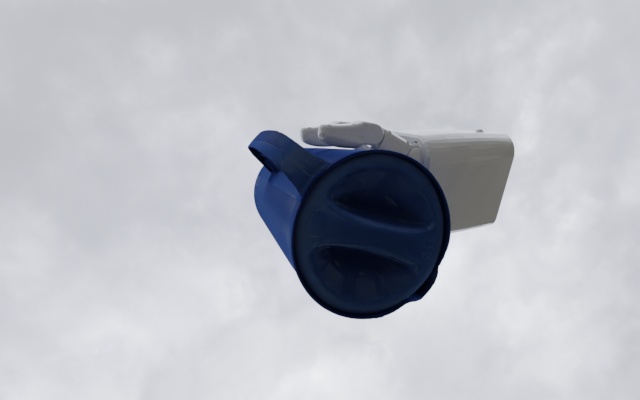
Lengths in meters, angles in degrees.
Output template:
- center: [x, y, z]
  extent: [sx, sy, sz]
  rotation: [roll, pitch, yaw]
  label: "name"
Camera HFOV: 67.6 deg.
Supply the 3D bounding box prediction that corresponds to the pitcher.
- center: [0.000, 0.002, 0.467]
  extent: [0.145, 0.149, 0.243]
  rotation: [-6, 12, -18]
  label: "pitcher"
